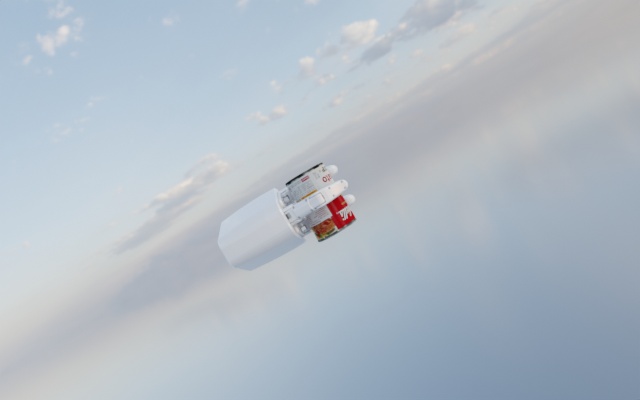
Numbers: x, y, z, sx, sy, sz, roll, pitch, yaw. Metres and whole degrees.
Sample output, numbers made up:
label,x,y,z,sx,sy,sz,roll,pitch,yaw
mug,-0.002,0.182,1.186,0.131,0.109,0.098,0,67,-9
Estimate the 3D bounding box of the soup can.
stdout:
label,x,y,z,sx,sy,sz,roll,pitch,yaw
soup can,0.000,0.002,0.721,0.068,0.102,0.068,-31,1,1
